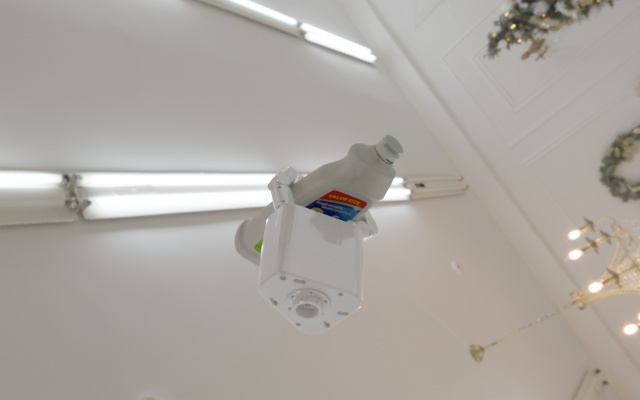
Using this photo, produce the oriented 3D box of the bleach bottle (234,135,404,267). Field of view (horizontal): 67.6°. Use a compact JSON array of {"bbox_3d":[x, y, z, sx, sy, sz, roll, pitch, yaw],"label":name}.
[{"bbox_3d":[0.000,0.002,0.616,0.102,0.068,0.251,34,-57,-23],"label":"bleach bottle"}]
